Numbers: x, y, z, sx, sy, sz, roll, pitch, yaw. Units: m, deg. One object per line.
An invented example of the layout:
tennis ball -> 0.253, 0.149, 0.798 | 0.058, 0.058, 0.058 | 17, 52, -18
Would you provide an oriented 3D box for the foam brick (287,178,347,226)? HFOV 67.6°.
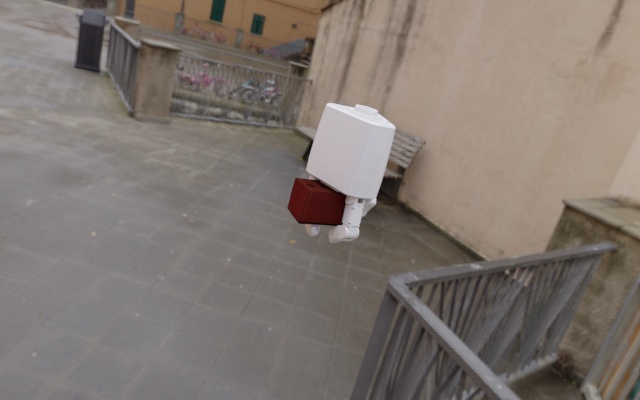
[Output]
foam brick -> 0.000, 0.002, 0.690 | 0.078, 0.051, 0.053 | 5, 22, -29
